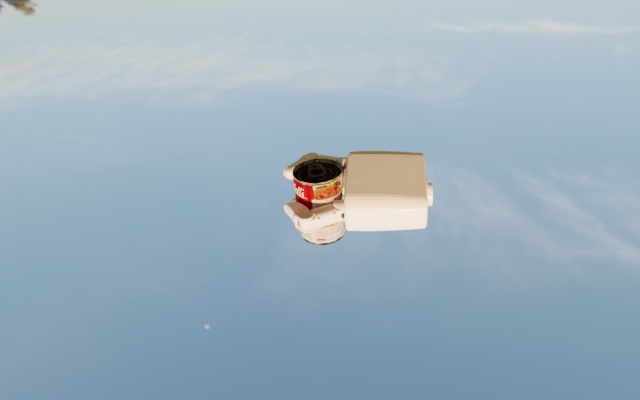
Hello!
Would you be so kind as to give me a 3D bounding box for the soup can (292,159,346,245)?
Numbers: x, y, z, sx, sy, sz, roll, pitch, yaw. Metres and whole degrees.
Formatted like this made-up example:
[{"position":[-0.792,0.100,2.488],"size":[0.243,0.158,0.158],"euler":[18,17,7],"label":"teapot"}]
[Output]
[{"position":[0.000,0.002,0.663],"size":[0.068,0.102,0.068],"euler":[-4,33,3],"label":"soup can"}]
